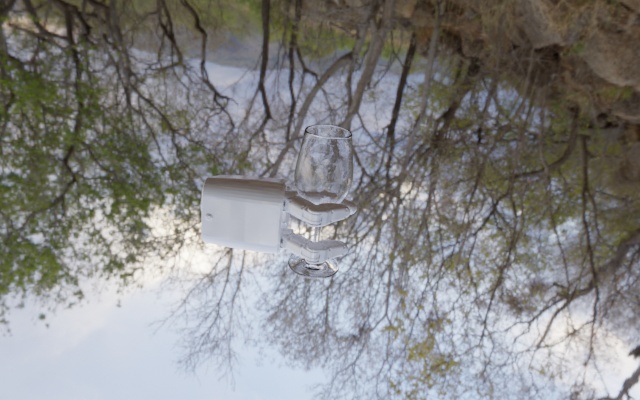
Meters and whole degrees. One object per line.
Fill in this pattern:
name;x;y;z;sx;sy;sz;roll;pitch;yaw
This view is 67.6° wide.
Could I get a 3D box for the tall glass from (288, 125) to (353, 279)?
tall glass;0.000;0.003;0.650;0.079;0.201;0.079;6;23;-2
